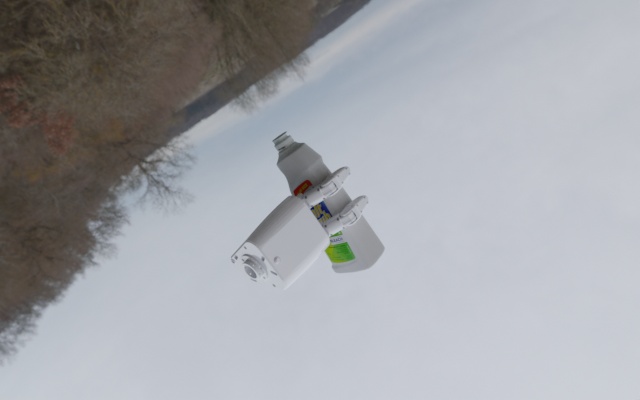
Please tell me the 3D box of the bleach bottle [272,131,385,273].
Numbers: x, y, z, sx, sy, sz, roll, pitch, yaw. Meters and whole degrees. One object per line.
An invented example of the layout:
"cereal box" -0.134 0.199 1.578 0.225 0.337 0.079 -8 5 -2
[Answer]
"bleach bottle" 0.000 0.003 0.773 0.102 0.251 0.068 -16 24 50
